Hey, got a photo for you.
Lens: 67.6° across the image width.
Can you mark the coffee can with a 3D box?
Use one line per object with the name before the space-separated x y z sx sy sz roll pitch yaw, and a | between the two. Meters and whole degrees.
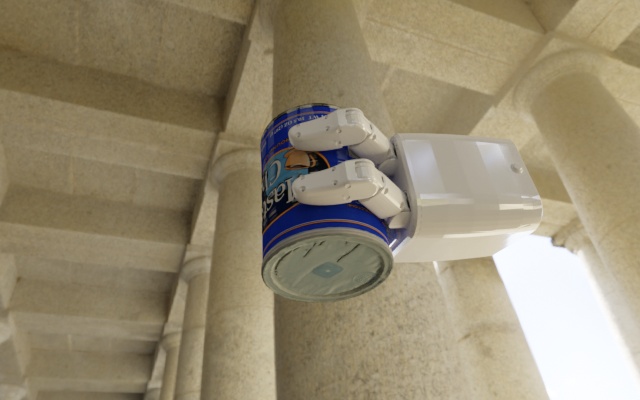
coffee can | 0.000 0.002 0.410 0.103 0.140 0.103 -4 -38 -3
